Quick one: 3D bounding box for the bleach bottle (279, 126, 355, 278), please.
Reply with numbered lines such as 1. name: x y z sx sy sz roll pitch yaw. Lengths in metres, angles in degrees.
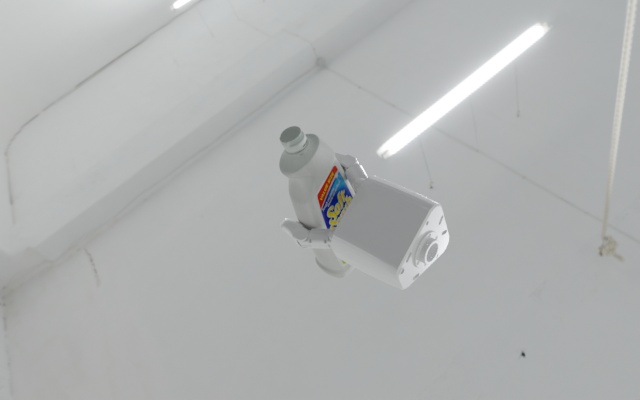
1. bleach bottle: 0.000 0.002 0.670 0.068 0.102 0.251 25 -25 38
